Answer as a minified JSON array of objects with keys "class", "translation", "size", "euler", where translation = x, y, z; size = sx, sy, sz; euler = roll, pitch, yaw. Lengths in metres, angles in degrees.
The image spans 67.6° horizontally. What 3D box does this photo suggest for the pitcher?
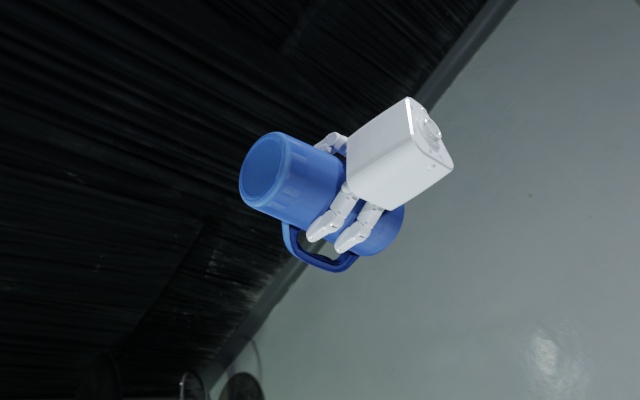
[{"class":"pitcher","translation":[0.000,0.002,0.710],"size":[0.145,0.149,0.243],"euler":[-33,-39,33]}]
